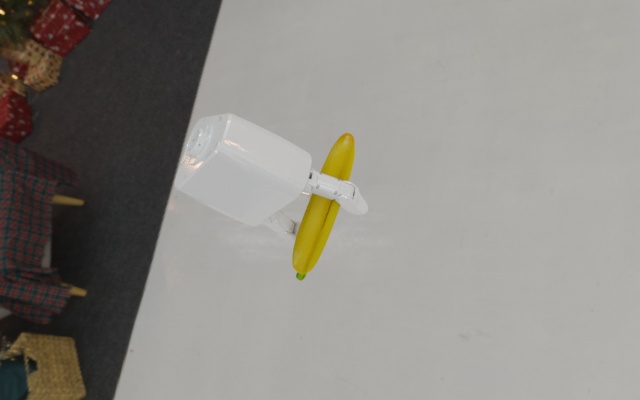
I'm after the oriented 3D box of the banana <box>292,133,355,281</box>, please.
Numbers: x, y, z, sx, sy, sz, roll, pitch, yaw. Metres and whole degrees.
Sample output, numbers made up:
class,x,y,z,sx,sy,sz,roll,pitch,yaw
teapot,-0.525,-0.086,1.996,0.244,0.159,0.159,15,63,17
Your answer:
class,x,y,z,sx,sy,sz,roll,pitch,yaw
banana,0.002,0.006,0.580,0.037,0.198,0.069,21,-1,-10
